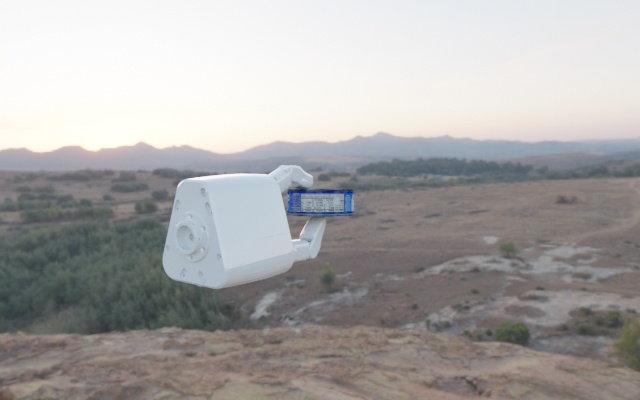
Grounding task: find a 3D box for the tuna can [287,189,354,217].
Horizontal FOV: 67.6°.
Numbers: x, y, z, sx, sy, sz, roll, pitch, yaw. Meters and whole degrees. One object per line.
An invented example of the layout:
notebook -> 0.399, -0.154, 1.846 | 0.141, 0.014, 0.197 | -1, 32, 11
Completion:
tuna can -> 0.000, 0.001, 0.605 | 0.086, 0.034, 0.086 | 0, 1, 0
